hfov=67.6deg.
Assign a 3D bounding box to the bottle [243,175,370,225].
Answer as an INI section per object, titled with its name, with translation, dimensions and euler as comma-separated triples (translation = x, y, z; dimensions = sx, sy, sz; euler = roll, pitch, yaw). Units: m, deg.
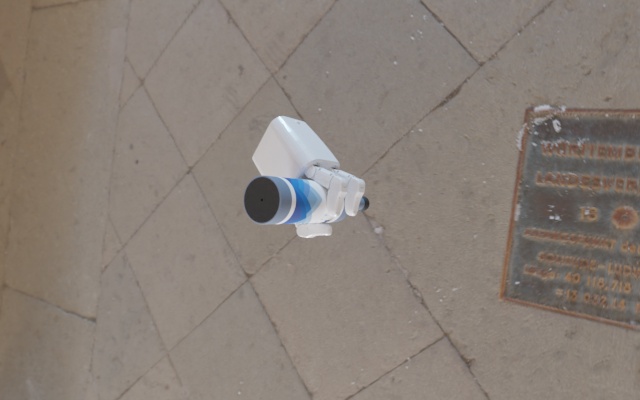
[bottle]
translation = 0.000, 0.003, 0.765
dimensions = 0.069, 0.069, 0.296
euler = 0, -1, 33
